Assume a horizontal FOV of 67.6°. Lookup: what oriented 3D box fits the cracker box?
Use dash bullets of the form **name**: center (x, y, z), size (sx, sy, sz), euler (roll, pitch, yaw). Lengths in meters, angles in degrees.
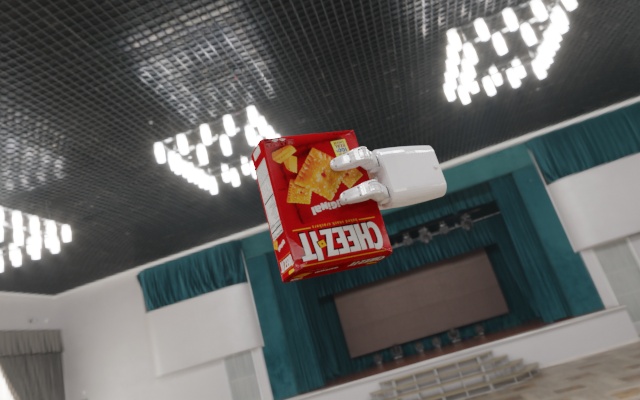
- **cracker box**: center (0.000, 0.002, 0.739), size (0.164, 0.213, 0.072), euler (-8, -19, -24)
